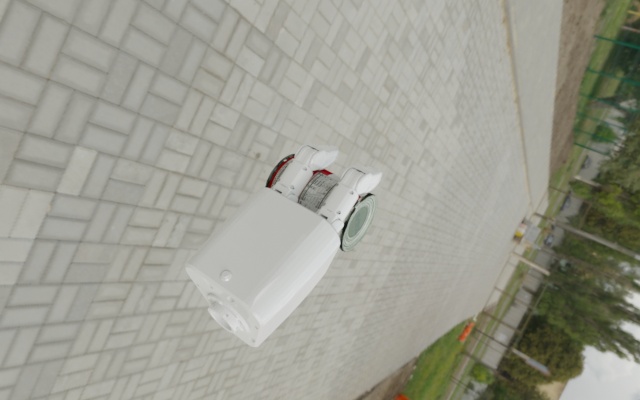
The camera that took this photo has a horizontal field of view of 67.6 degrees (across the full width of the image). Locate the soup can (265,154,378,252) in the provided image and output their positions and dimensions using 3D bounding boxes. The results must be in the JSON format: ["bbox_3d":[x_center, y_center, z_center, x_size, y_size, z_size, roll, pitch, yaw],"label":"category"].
[{"bbox_3d":[0.001,0.002,0.502,0.102,0.068,0.068,28,13,25],"label":"soup can"}]
